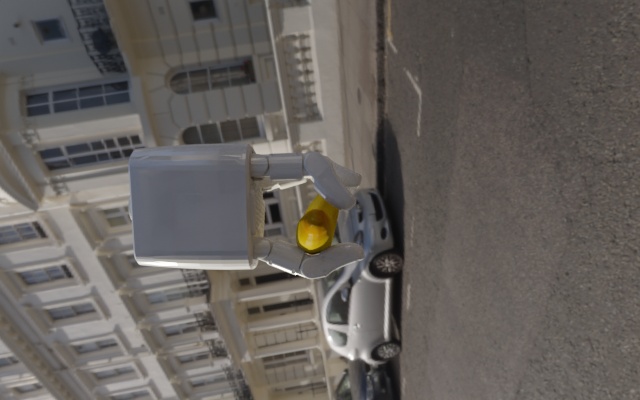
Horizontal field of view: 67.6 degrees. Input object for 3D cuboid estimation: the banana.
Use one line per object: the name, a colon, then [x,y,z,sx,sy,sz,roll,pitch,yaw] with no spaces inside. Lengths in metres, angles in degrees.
banana: [-0.002,0.019,0.485,0.037,0.070,0.197,9,15,4]
